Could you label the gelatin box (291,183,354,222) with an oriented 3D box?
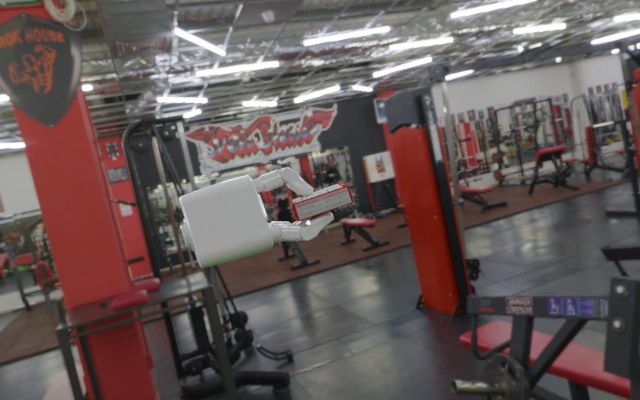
[{"bbox_3d":[0.000,0.002,0.726,0.089,0.030,0.073,-20,6,-3],"label":"gelatin box"}]
